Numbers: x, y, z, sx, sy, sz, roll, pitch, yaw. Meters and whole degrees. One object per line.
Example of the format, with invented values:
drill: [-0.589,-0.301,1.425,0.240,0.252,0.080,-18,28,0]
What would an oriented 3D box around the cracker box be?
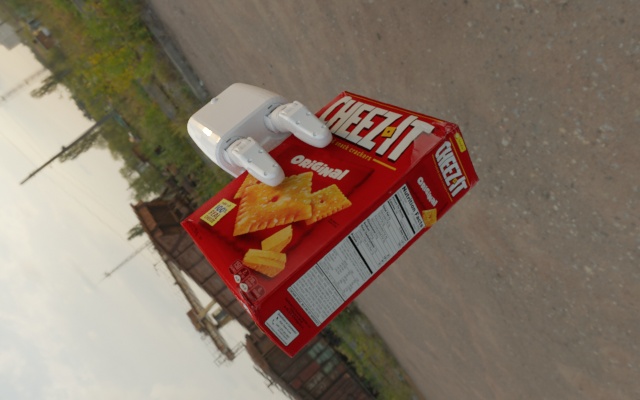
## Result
cracker box: [0.000,0.002,0.422,0.213,0.072,0.164,-41,37,-11]
